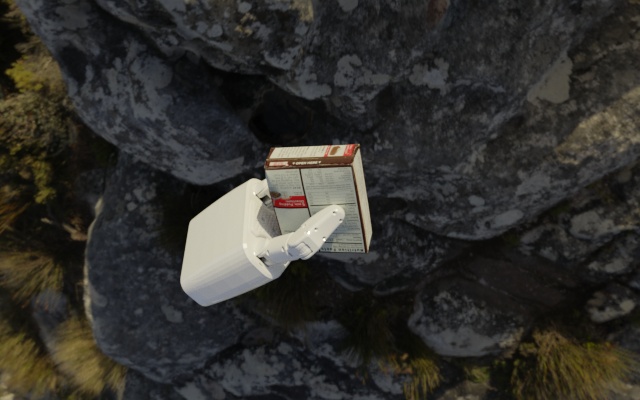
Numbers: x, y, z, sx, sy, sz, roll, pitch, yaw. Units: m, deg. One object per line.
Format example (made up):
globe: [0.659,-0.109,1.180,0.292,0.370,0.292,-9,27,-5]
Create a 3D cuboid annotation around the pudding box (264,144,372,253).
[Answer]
pudding box: [0.000,0.002,0.475,0.090,0.114,0.039,-1,38,14]
